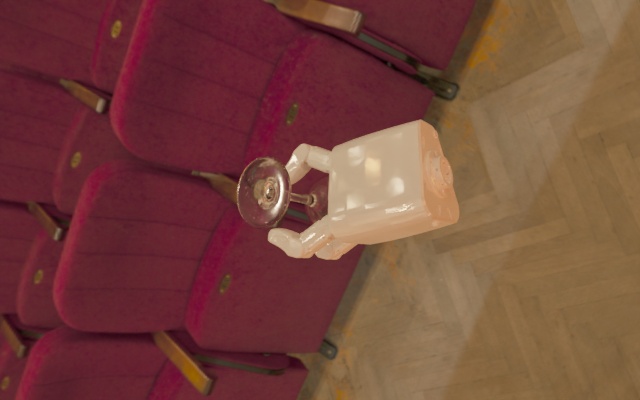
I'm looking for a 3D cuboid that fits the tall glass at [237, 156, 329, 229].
[{"bbox_3d":[0.000,0.002,0.564,0.079,0.079,0.201,0,-6,36],"label":"tall glass"}]
